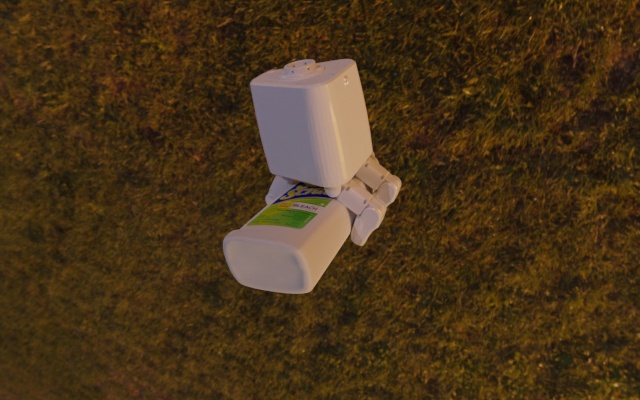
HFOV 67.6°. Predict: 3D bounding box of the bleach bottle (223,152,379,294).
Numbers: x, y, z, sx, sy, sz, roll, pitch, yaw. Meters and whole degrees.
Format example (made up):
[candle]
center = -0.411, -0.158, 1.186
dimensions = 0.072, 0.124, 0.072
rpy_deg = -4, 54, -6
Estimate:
[bleach bottle]
center = 0.000, 0.002, 0.555
dimensions = 0.102, 0.068, 0.250
rpy_deg = 3, 32, 27
